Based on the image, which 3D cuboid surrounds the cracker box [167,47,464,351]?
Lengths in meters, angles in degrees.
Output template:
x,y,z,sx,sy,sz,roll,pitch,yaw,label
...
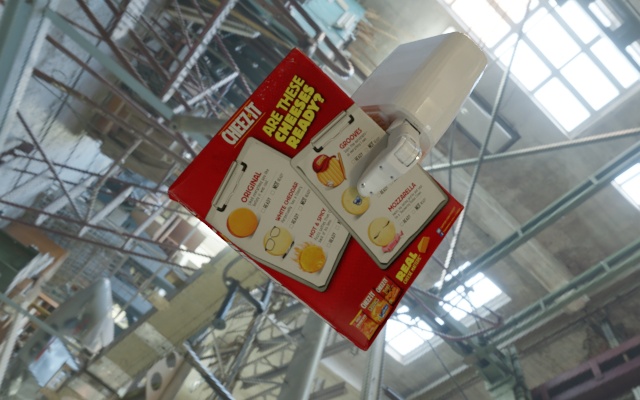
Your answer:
x,y,z,sx,sy,sz,roll,pitch,yaw,label
0.000,0.002,0.432,0.214,0.164,0.072,41,-15,-11,cracker box
